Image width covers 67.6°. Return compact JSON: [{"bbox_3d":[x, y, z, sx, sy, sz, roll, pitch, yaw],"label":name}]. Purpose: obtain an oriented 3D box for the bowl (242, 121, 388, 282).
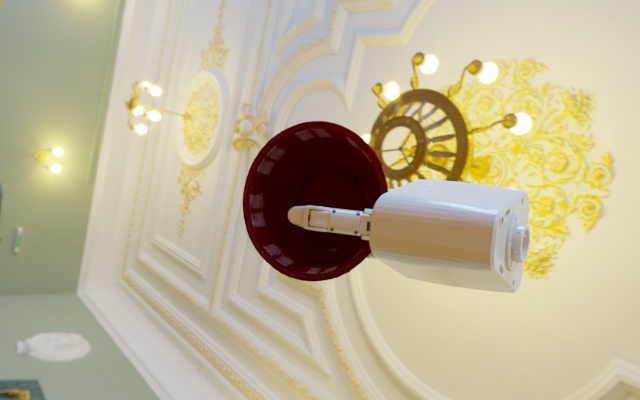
[{"bbox_3d":[-0.001,0.001,0.502,0.162,0.162,0.055,0,-3,23],"label":"bowl"}]
